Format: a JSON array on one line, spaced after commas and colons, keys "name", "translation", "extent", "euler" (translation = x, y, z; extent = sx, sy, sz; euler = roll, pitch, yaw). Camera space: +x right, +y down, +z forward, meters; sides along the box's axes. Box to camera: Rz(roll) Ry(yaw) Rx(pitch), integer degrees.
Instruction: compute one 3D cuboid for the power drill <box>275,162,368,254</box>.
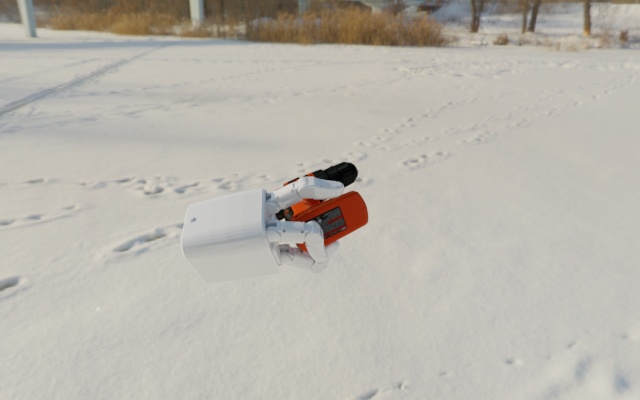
[{"name": "power drill", "translation": [0.000, 0.002, 0.711], "extent": [0.184, 0.057, 0.187], "euler": [-27, 19, -11]}]
